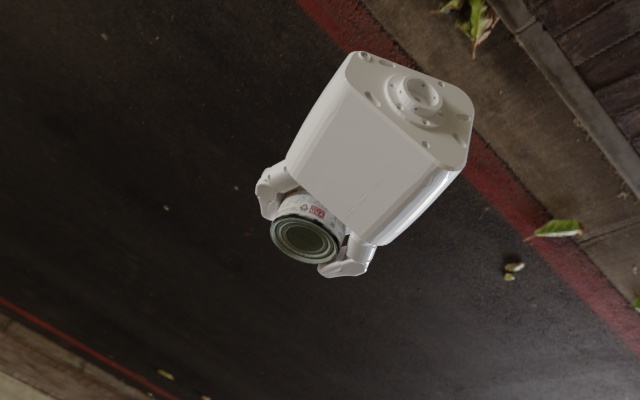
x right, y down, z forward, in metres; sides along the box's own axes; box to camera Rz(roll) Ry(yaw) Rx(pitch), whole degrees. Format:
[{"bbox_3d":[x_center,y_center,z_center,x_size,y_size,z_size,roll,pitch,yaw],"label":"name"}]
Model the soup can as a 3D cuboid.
[{"bbox_3d":[0.000,0.002,0.462,0.068,0.102,0.069,13,-40,12],"label":"soup can"}]
